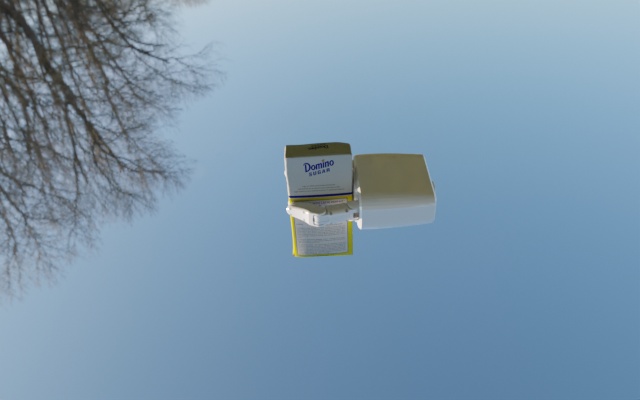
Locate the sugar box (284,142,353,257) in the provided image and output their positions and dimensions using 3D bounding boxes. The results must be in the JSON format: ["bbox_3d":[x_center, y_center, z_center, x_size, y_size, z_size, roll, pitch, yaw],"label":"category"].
[{"bbox_3d":[0.000,0.002,0.698,0.093,0.176,0.048,-3,31,-1],"label":"sugar box"}]
